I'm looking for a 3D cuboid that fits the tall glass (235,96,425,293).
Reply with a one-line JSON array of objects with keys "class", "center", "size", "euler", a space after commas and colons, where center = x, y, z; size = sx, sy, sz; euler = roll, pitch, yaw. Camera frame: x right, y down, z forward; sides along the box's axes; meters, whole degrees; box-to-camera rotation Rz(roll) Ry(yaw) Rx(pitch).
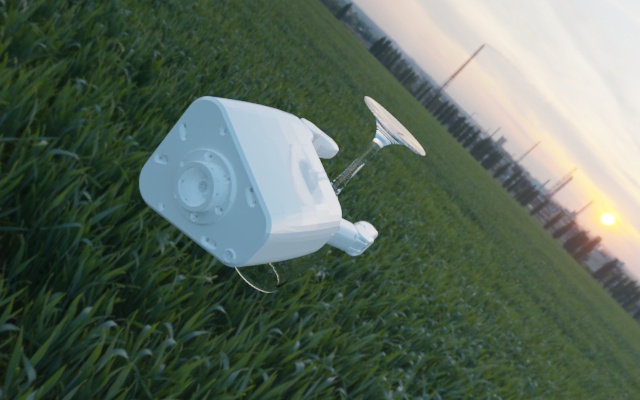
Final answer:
[{"class": "tall glass", "center": [0.001, 0.001, 0.452], "size": [0.201, 0.079, 0.079], "euler": [-46, -19, 19]}]
